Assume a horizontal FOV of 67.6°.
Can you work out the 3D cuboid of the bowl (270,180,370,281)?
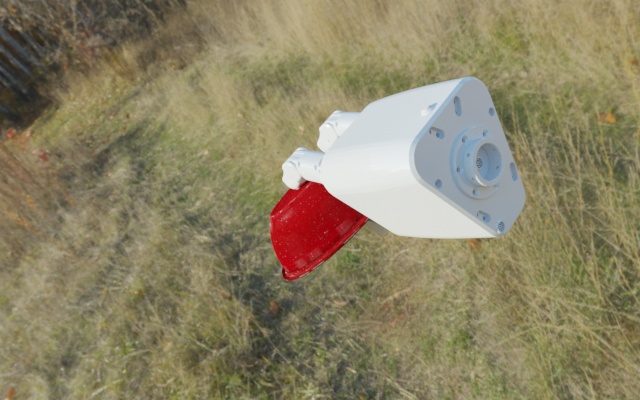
[{"bbox_3d":[-0.001,0.002,0.480,0.055,0.162,0.162,44,-10,-10],"label":"bowl"}]
